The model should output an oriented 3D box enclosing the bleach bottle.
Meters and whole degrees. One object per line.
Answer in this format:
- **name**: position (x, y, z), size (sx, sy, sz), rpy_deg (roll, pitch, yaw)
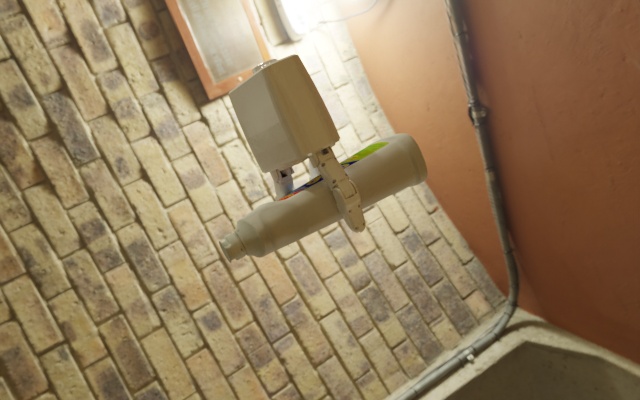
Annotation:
- **bleach bottle**: position (0.000, 0.002, 0.567), size (0.251, 0.068, 0.102), rpy_deg (-28, 10, -21)
